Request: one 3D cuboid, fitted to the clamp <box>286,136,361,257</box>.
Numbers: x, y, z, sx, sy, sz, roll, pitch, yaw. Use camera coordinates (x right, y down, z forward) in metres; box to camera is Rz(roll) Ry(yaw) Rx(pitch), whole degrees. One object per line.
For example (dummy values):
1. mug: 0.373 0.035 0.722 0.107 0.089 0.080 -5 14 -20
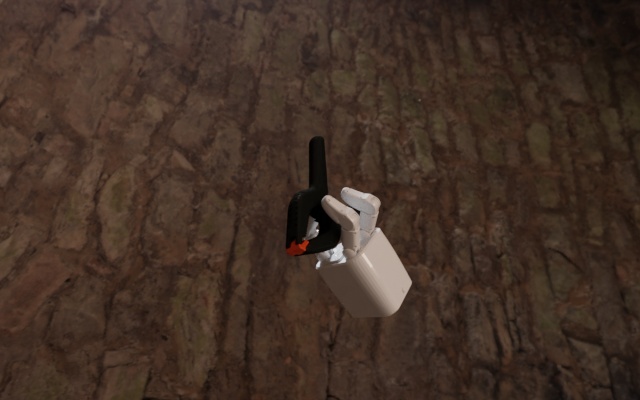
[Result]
1. clamp: -0.001 0.003 0.705 0.036 0.164 0.210 -28 11 38
